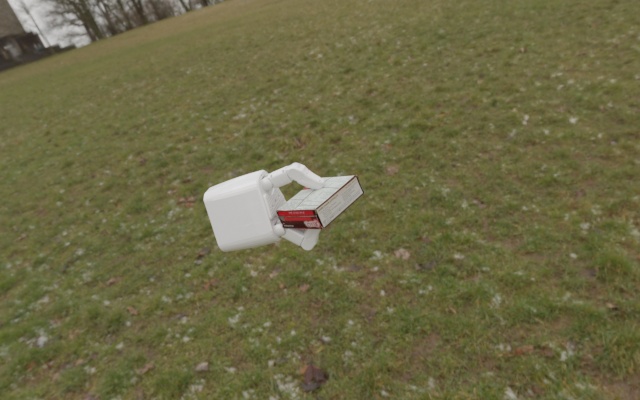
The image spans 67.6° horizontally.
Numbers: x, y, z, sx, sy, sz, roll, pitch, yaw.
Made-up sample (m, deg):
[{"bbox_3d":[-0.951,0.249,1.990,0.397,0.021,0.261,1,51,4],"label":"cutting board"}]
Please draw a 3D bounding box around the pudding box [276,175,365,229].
[{"bbox_3d":[0.000,0.002,0.746,0.090,0.039,0.113,-1,31,45],"label":"pudding box"}]
